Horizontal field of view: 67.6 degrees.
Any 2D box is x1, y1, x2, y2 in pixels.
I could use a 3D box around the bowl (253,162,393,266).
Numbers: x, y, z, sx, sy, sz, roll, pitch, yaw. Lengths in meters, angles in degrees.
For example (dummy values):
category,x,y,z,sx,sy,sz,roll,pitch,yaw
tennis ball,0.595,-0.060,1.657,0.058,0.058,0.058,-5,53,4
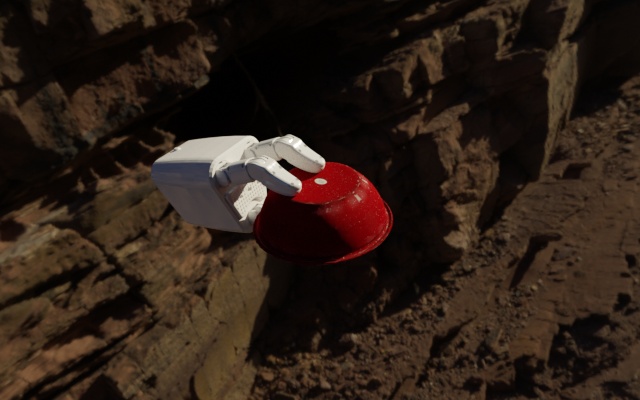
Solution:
category,x,y,z,sx,sy,sz,roll,pitch,yaw
bowl,0.001,0.001,0.538,0.162,0.055,0.162,-4,32,2
